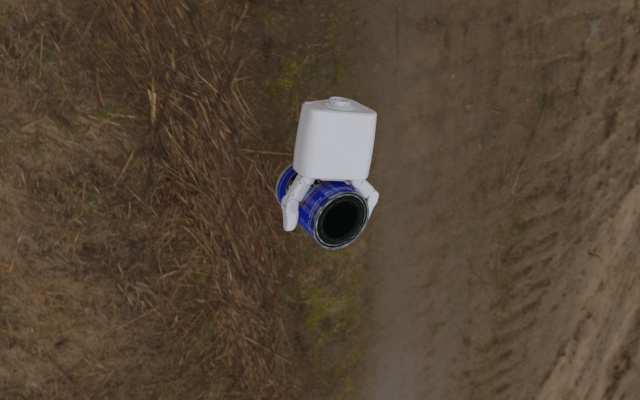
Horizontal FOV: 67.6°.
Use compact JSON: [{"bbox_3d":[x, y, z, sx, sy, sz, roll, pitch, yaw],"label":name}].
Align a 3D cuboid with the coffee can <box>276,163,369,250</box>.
[{"bbox_3d":[0.000,0.003,0.795,0.103,0.103,0.140,0,25,-32],"label":"coffee can"}]
